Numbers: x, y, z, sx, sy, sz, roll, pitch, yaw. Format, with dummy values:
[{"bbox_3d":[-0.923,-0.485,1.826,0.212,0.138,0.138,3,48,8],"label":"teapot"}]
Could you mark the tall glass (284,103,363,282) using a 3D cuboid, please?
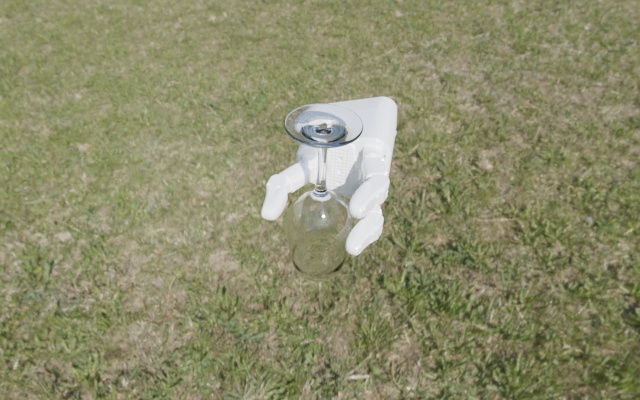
[{"bbox_3d":[0.000,0.001,0.514,0.079,0.201,0.079,1,42,-1],"label":"tall glass"}]
